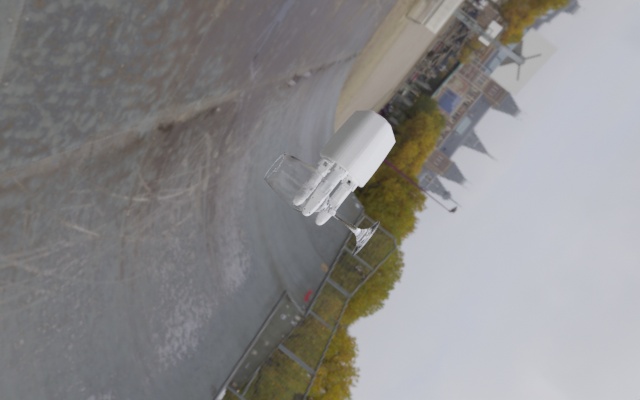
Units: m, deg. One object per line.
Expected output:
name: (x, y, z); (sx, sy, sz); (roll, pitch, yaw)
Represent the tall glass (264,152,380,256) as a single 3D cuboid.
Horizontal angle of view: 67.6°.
tall glass: (0.001, 0.003, 0.816); (0.201, 0.079, 0.079); (38, 0, 1)
